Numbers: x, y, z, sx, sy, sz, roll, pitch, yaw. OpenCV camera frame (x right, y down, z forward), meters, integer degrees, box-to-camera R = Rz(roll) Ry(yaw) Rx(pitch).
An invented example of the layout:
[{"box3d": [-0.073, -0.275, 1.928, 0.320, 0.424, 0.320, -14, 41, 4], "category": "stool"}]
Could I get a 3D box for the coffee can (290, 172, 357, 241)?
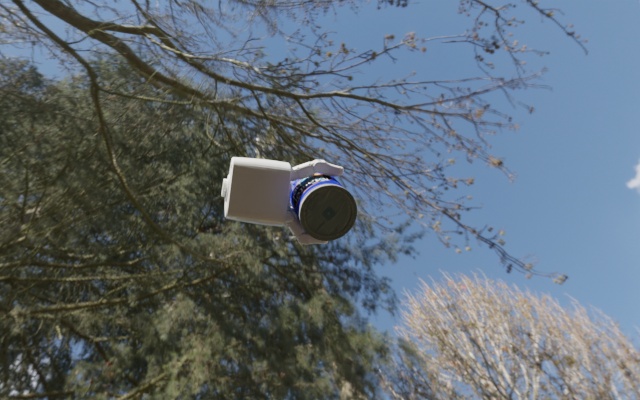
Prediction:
[{"box3d": [0.000, 0.003, 0.888, 0.103, 0.103, 0.140, 0, 17, -12], "category": "coffee can"}]
